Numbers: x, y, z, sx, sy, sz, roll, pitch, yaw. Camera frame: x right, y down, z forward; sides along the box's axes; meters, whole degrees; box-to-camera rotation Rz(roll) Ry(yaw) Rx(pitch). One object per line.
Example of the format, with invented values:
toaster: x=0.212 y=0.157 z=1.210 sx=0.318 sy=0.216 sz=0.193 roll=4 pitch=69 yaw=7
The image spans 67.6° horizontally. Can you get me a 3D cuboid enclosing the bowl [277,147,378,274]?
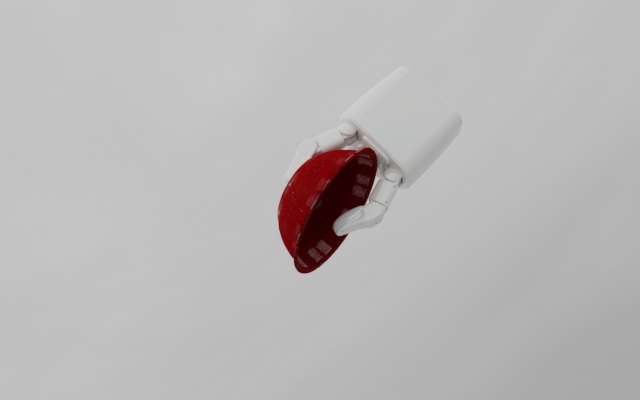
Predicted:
bowl: x=-0.001 y=0.002 z=0.548 sx=0.055 sy=0.162 sz=0.162 roll=30 pitch=11 yaw=20
